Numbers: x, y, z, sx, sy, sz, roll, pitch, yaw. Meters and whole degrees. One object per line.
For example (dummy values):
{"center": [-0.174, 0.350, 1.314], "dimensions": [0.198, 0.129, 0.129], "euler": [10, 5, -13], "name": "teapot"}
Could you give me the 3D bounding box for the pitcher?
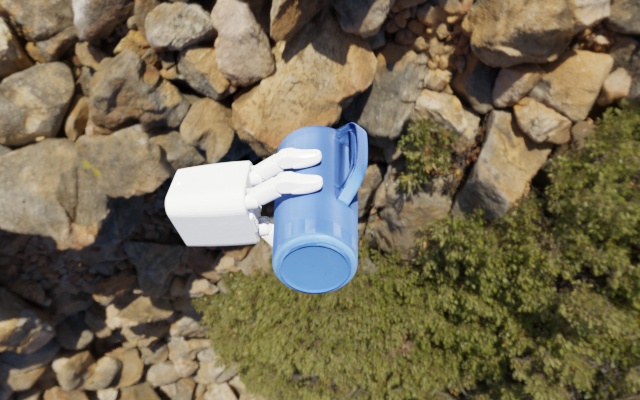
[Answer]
{"center": [0.000, 0.002, 0.677], "dimensions": [0.145, 0.149, 0.242], "euler": [-4, 39, 3], "name": "pitcher"}
